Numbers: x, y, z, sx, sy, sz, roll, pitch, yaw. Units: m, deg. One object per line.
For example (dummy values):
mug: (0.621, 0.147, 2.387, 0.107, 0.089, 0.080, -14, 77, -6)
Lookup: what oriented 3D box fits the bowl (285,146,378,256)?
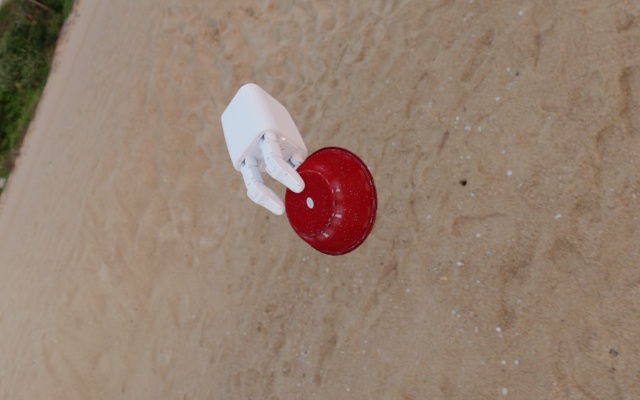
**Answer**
bowl: (0.001, 0.003, 0.684, 0.162, 0.162, 0.055, 0, 3, 39)
